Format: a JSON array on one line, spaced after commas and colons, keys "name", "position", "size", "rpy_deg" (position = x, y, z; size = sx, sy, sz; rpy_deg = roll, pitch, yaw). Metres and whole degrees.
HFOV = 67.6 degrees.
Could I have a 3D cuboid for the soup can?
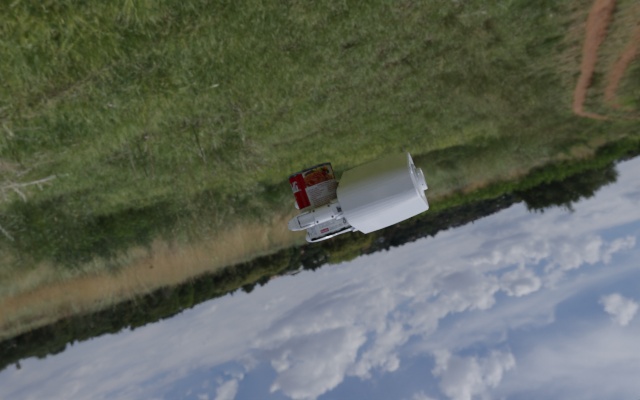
[{"name": "soup can", "position": [0.000, 0.003, 0.711], "size": [0.068, 0.102, 0.068], "rpy_deg": [-20, -2, -1]}]
